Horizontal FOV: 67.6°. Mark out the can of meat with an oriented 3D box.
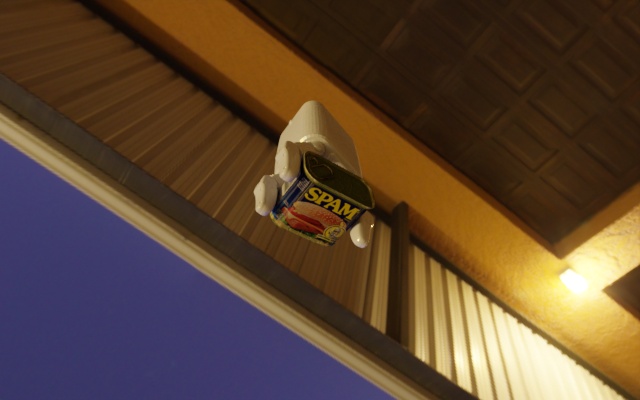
[{"bbox_3d":[0.000,0.002,0.581,0.102,0.084,0.057,26,33,-24],"label":"can of meat"}]
